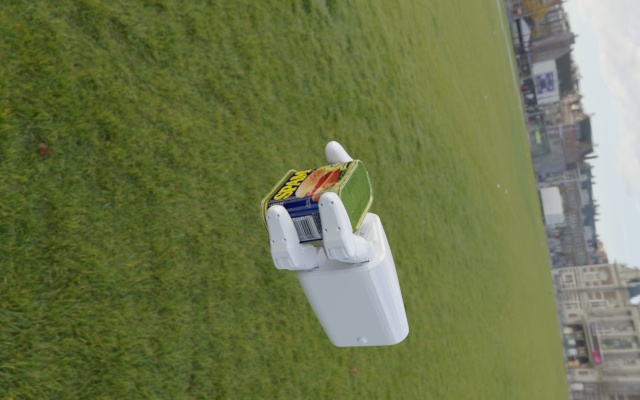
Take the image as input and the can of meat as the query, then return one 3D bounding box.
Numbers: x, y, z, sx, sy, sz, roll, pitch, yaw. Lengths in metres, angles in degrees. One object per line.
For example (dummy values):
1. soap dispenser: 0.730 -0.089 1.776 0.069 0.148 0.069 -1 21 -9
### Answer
1. can of meat: 0.000 0.001 0.488 0.084 0.057 0.102 -10 23 25
